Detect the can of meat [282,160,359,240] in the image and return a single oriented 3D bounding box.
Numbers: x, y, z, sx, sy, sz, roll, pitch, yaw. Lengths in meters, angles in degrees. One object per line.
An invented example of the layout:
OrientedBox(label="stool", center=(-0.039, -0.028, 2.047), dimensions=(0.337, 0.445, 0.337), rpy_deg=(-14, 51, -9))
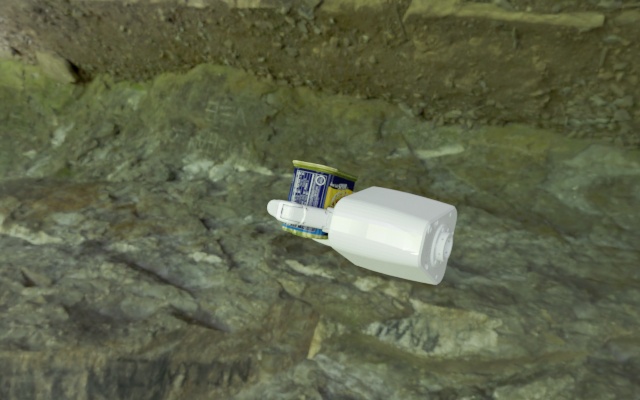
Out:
OrientedBox(label="can of meat", center=(0.000, 0.002, 0.584), dimensions=(0.057, 0.084, 0.102), rpy_deg=(13, 1, 26))
